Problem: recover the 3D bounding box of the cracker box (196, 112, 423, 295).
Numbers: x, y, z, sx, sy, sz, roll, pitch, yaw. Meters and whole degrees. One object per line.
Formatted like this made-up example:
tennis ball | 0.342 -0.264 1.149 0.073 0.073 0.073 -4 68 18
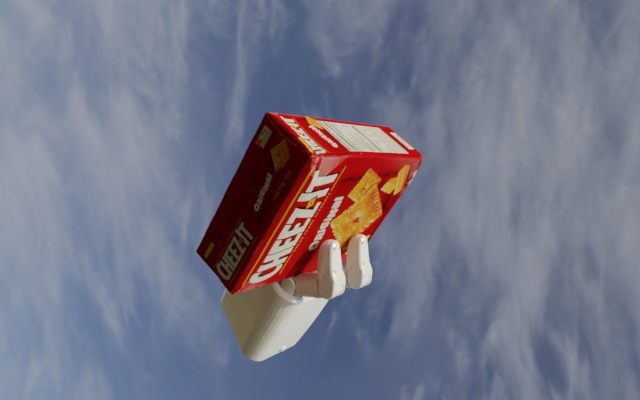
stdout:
cracker box | 0.000 0.002 0.503 0.072 0.164 0.213 44 27 26
